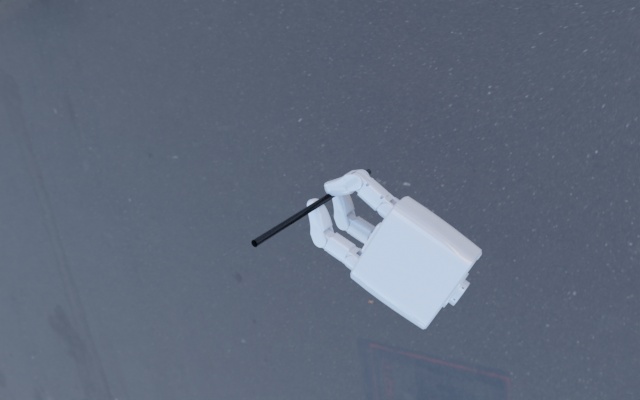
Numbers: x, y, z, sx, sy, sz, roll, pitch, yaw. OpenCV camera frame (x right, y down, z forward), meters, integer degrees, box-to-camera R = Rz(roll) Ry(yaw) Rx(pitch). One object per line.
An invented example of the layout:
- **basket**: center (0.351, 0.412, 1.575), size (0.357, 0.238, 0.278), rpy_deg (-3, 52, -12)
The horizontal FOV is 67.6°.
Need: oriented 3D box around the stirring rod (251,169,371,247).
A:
- **stirring rod**: center (0.000, 0.002, 0.572), size (0.011, 0.011, 0.239), rpy_deg (0, 20, 36)
